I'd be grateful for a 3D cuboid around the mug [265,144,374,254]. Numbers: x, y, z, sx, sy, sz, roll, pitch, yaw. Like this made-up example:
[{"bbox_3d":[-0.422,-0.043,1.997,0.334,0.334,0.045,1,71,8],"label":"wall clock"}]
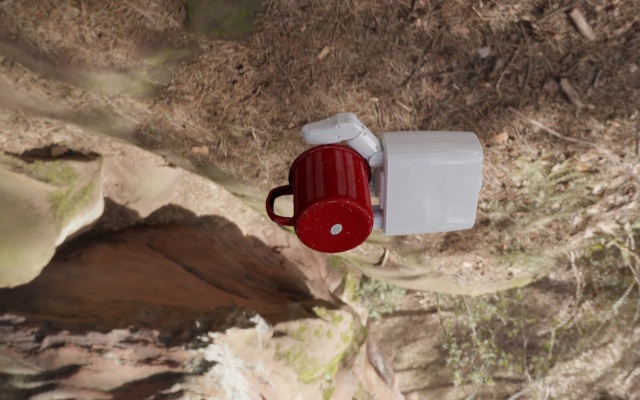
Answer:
[{"bbox_3d":[-0.001,0.002,0.504,0.117,0.093,0.081,-3,43,0],"label":"mug"}]
